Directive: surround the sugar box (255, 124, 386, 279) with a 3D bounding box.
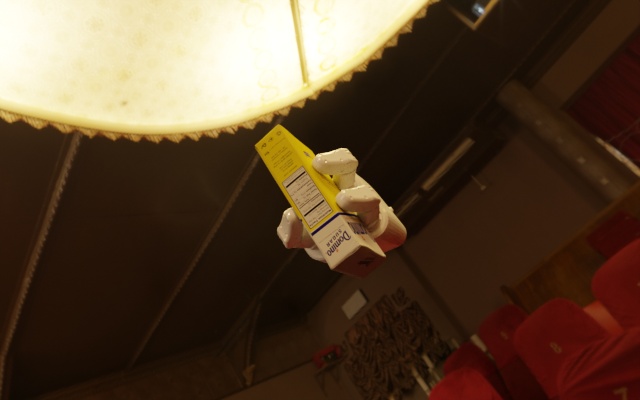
[{"bbox_3d":[0.001,0.001,0.538,0.048,0.176,0.093,-41,-27,10],"label":"sugar box"}]
